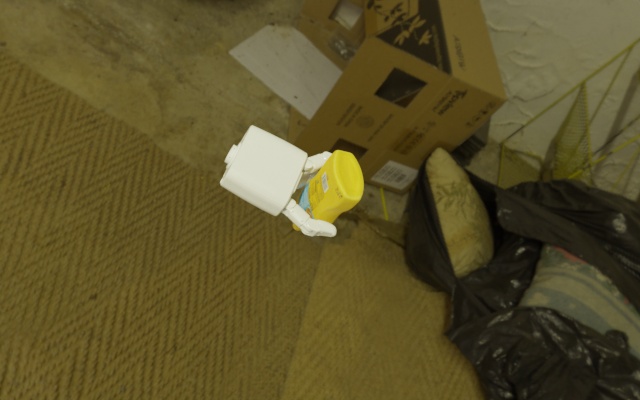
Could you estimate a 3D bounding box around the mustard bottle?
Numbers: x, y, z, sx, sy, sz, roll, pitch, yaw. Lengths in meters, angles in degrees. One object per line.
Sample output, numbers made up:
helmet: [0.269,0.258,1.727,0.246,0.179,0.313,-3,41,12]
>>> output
mustard bottle: [0.001,0.003,0.830,0.058,0.096,0.192,8,-33,-29]
